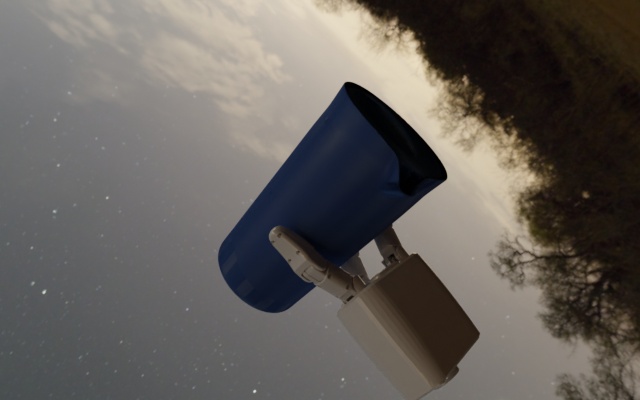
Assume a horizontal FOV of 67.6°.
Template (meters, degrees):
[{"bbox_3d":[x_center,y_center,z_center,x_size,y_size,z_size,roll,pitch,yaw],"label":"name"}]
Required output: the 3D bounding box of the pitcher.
[{"bbox_3d":[0.000,0.002,0.507,0.243,0.145,0.149,-46,-14,24],"label":"pitcher"}]
